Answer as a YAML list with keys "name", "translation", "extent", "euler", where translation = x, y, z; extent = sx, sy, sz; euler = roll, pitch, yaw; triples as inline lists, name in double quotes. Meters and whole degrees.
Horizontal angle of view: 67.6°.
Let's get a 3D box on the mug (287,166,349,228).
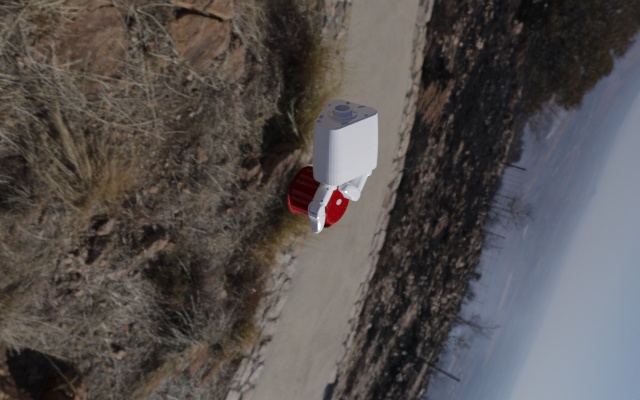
- name: "mug"
  translation: [0.000, 0.004, 0.870]
  extent: [0.081, 0.117, 0.093]
  euler: [22, 42, 29]
